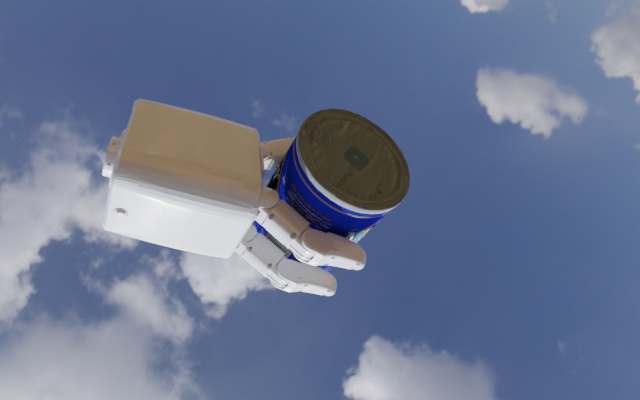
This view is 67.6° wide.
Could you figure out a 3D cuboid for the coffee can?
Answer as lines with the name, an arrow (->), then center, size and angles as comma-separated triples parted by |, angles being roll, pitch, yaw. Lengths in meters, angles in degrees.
coffee can -> 0.000, 0.001, 0.437 | 0.103, 0.102, 0.140 | 0, -32, -30
